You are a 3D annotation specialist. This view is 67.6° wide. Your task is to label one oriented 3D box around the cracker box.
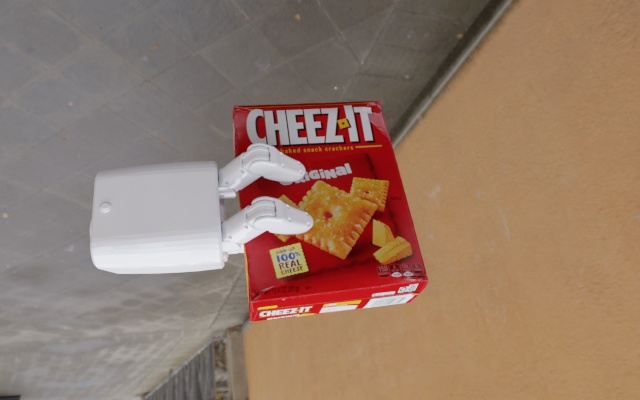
[{"bbox_3d":[0.000,0.002,0.483,0.164,0.213,0.072,-4,-28,-11],"label":"cracker box"}]
